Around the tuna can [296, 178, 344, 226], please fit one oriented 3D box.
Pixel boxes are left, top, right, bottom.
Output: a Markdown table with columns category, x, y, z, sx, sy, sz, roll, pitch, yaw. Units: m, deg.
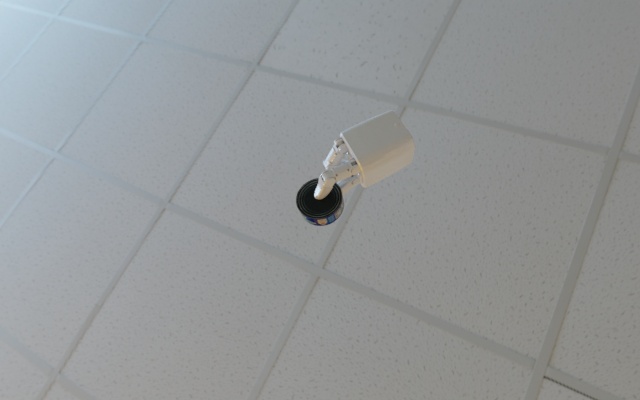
| category | x | y | z | sx | sy | sz | roll | pitch | yaw |
| --- | --- | --- | --- | --- | --- | --- | --- | --- | --- |
| tuna can | 0.000 | 0.003 | 0.876 | 0.086 | 0.086 | 0.034 | 0 | -29 | 12 |
